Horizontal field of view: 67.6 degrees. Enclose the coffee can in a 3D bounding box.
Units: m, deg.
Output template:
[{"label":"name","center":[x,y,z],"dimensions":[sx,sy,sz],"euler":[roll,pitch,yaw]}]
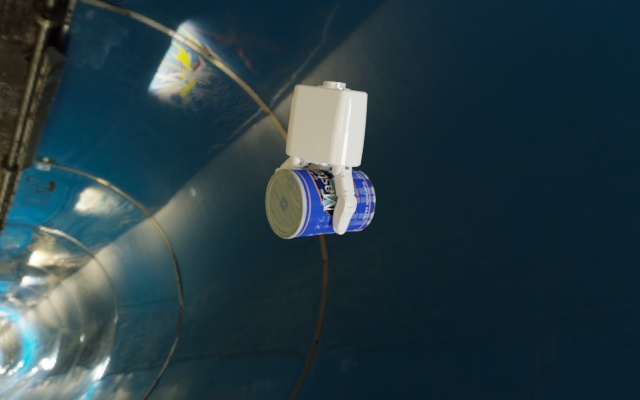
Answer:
[{"label":"coffee can","center":[0.000,0.003,0.744],"dimensions":[0.140,0.103,0.103],"euler":[-3,2,-37]}]
